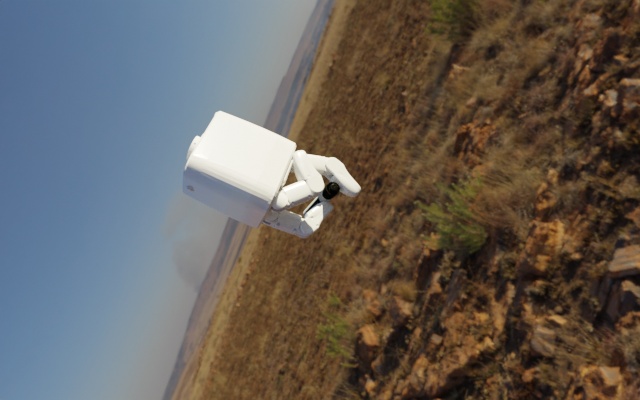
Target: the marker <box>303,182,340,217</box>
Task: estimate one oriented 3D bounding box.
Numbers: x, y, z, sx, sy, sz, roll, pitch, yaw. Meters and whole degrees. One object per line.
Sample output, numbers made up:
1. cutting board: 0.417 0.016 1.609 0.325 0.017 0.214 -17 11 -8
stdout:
1. marker: 0.000 0.002 0.655 0.020 0.020 0.121 0 -19 -18
